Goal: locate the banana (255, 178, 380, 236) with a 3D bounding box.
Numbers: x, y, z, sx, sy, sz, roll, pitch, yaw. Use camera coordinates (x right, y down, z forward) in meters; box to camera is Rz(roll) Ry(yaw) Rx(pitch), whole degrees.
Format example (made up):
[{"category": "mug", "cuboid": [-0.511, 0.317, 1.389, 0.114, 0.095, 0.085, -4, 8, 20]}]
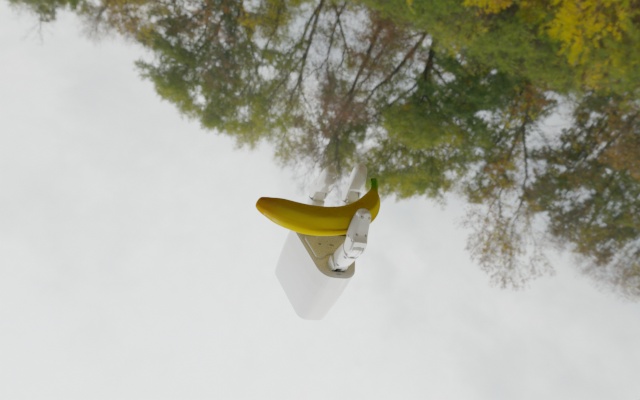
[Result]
[{"category": "banana", "cuboid": [0.012, 0.015, 0.617, 0.198, 0.069, 0.037, -9, -37, -37]}]
